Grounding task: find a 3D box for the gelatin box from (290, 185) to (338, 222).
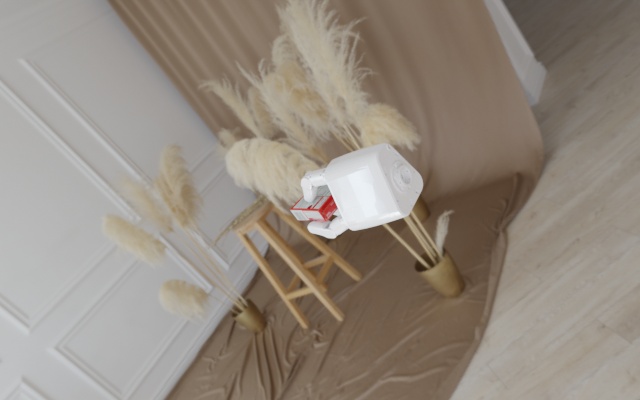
[{"bbox_3d":[0.000,0.002,0.835,0.089,0.030,0.073,0,41,53],"label":"gelatin box"}]
